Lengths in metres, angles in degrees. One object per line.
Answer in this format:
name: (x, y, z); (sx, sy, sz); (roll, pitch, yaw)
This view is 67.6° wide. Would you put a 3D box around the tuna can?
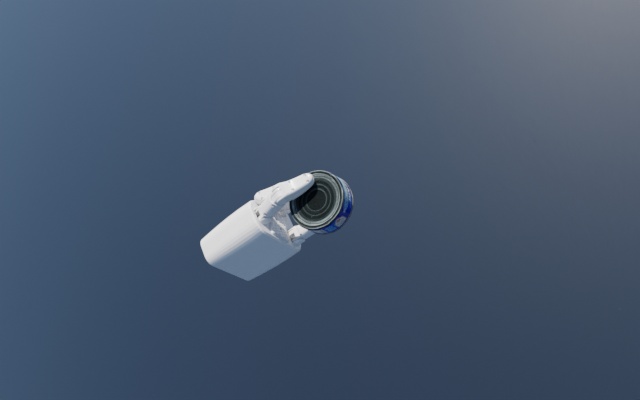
tuna can: (0.000, 0.002, 0.661); (0.086, 0.086, 0.034); (0, -14, 27)
